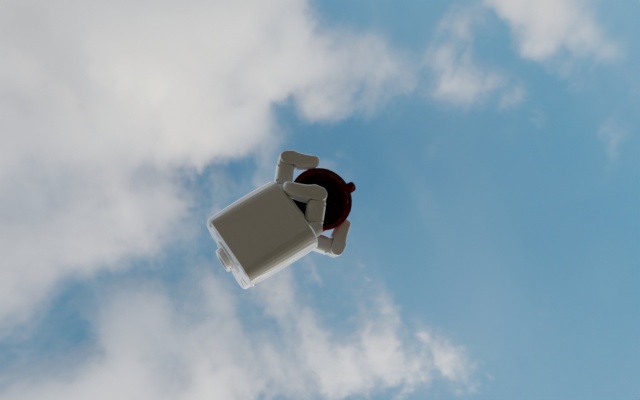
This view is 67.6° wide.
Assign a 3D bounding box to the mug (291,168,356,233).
[{"bbox_3d":[0.001,0.002,0.722,0.117,0.093,0.081,-28,-6,-22],"label":"mug"}]
